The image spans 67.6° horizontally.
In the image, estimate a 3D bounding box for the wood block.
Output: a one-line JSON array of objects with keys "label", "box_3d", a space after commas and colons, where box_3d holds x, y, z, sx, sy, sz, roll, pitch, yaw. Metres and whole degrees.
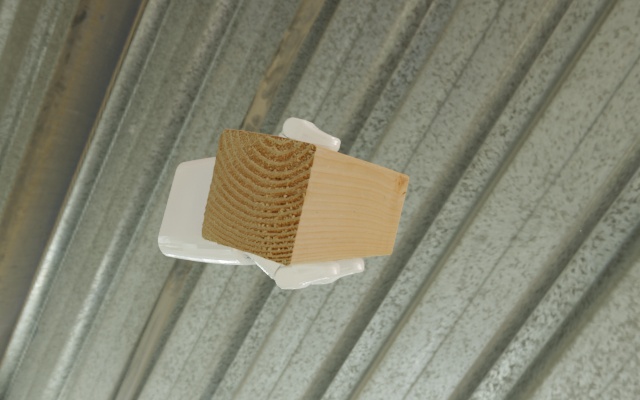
[{"label": "wood block", "box_3d": [0.000, 0.001, 0.444, 0.090, 0.091, 0.206, 13, 3, 28]}]
